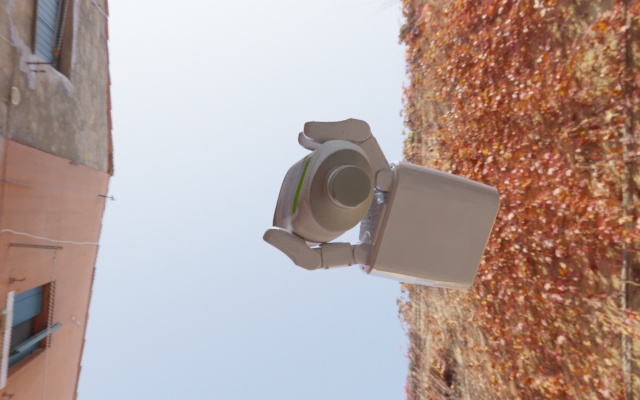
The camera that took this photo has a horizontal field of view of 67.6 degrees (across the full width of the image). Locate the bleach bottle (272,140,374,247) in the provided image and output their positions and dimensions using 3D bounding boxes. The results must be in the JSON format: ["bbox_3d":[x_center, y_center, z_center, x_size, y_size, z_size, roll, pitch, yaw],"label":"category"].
[{"bbox_3d":[0.000,0.001,0.459,0.068,0.102,0.251,13,-3,-9],"label":"bleach bottle"}]
